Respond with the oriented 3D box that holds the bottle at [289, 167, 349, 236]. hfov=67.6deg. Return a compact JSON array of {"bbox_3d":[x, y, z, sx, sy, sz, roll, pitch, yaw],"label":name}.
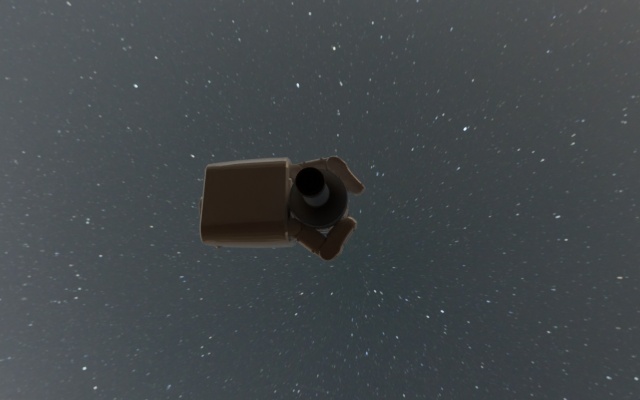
[{"bbox_3d":[0.000,0.002,0.578,0.069,0.069,0.296,0,-7,4],"label":"bottle"}]
